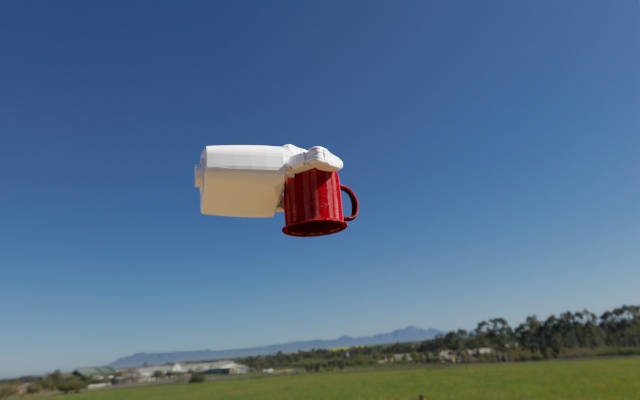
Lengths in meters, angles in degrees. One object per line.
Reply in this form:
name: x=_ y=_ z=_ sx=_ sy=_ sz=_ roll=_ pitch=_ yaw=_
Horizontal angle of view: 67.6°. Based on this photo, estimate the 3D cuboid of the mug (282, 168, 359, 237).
mug: x=0.001 y=0.002 z=0.685 sx=0.117 sy=0.081 sz=0.093 roll=1 pitch=-18 yaw=-19
